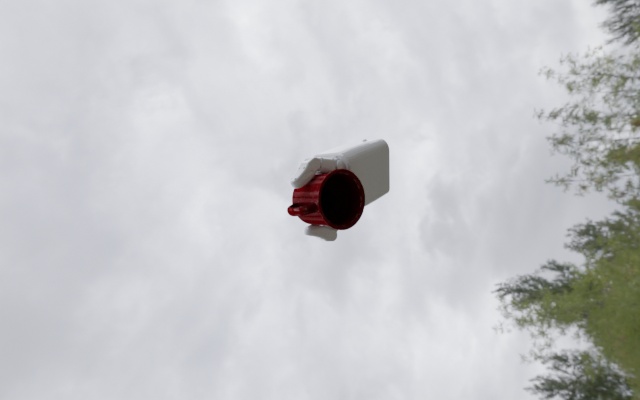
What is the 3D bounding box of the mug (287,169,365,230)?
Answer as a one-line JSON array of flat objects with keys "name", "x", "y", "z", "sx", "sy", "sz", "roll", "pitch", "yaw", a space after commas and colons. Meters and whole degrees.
[{"name": "mug", "x": -0.001, "y": 0.003, "z": 0.743, "sx": 0.117, "sy": 0.093, "sz": 0.081, "roll": -23, "pitch": 14, "yaw": -35}]
